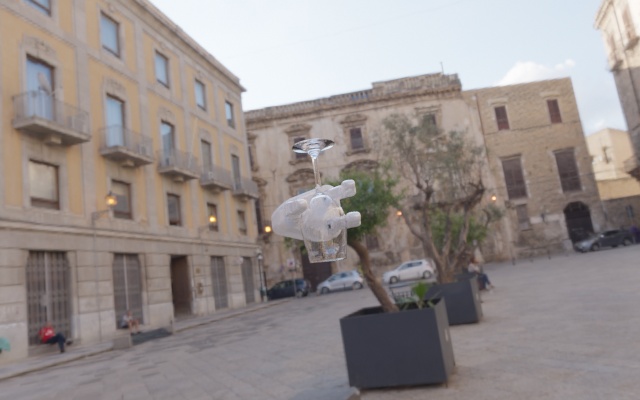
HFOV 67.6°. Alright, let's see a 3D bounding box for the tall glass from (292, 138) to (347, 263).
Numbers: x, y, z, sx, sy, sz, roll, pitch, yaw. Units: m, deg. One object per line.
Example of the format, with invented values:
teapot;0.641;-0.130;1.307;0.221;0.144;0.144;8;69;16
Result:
tall glass;0.000;0.002;0.805;0.079;0.201;0.079;-7;-9;-1
